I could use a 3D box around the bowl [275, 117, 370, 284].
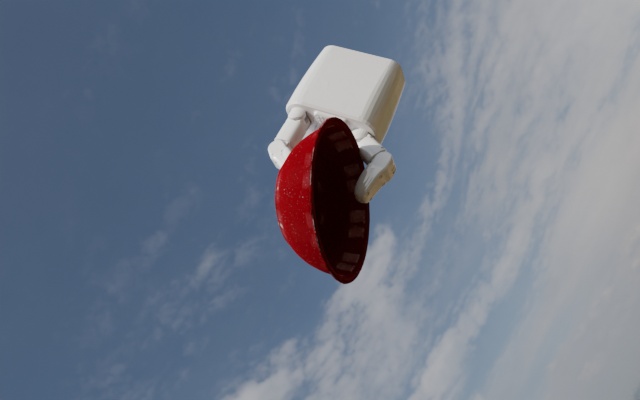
[{"bbox_3d":[-0.001,0.002,0.473,0.055,0.162,0.162,-5,-2,22],"label":"bowl"}]
